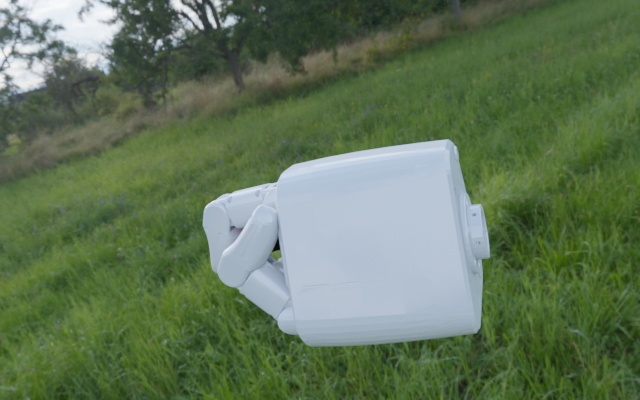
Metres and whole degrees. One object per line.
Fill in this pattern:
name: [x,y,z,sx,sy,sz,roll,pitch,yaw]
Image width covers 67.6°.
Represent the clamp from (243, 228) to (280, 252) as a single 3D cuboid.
clamp: [0.000,0.001,0.404,0.120,0.039,0.171,-9,17,23]
